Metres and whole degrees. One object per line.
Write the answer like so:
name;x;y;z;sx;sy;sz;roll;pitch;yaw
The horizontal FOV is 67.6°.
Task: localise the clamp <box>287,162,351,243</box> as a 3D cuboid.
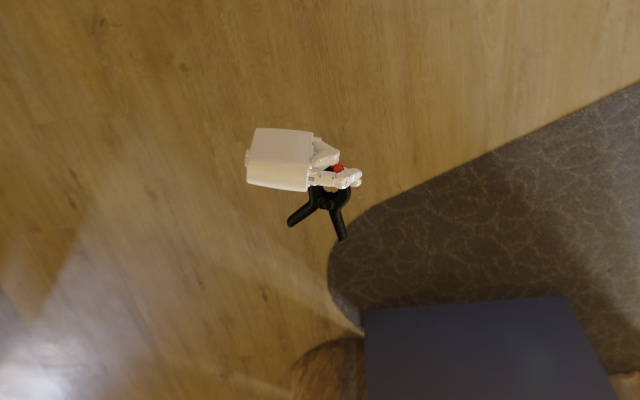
clamp;0.000;0.003;0.892;0.120;0.172;0.039;6;33;-2
